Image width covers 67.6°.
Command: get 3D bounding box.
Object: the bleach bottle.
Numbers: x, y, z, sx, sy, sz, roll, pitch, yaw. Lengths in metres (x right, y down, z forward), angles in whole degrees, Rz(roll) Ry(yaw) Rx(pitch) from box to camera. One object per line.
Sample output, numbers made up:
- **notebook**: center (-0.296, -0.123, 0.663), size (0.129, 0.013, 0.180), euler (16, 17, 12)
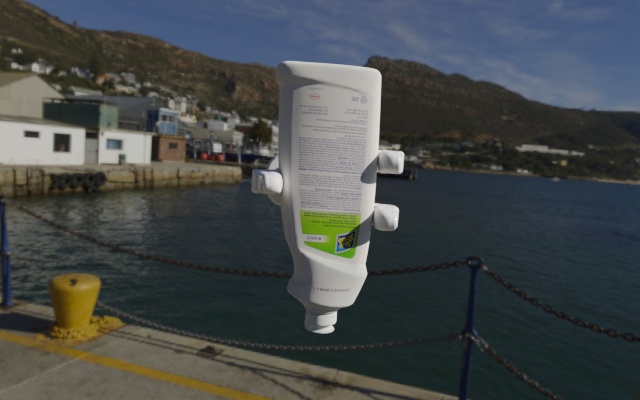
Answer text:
- **bleach bottle**: center (0.000, 0.001, 0.460), size (0.102, 0.251, 0.068), euler (4, 6, -2)
